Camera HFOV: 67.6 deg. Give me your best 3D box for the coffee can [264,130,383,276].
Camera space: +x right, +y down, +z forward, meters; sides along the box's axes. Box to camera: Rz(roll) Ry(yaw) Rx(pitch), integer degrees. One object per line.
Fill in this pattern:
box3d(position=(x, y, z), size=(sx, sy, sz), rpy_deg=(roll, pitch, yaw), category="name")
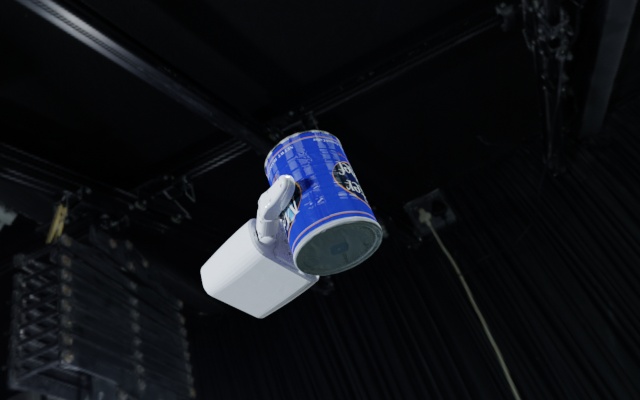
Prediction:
box3d(position=(0.000, 0.002, 0.563), size=(0.103, 0.140, 0.103), rpy_deg=(-14, -36, -10), category="coffee can")
